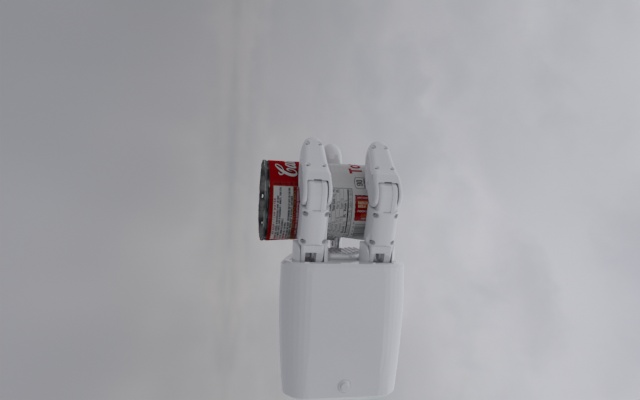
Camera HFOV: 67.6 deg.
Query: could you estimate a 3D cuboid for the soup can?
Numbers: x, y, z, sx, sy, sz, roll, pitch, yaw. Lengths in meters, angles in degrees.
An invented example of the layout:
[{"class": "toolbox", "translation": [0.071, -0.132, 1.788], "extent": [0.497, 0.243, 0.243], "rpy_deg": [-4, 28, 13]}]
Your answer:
[{"class": "soup can", "translation": [0.000, 0.001, 0.409], "extent": [0.102, 0.068, 0.068], "rpy_deg": [2, 0, -11]}]
